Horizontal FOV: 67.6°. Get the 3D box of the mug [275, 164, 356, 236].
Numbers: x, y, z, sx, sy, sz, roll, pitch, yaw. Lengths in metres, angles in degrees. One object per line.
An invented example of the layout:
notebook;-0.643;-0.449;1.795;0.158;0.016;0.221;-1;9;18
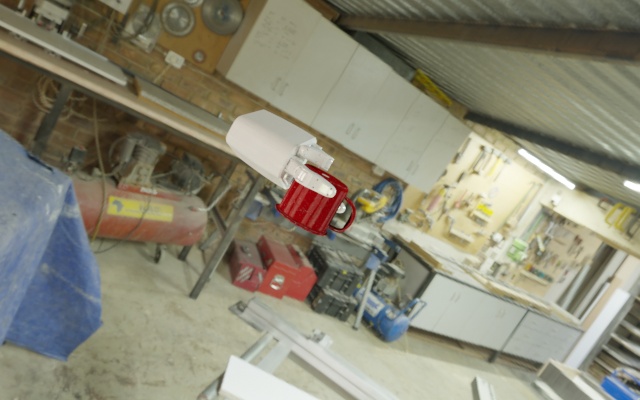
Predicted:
mug;0.001;0.003;0.733;0.117;0.081;0.093;32;10;9
